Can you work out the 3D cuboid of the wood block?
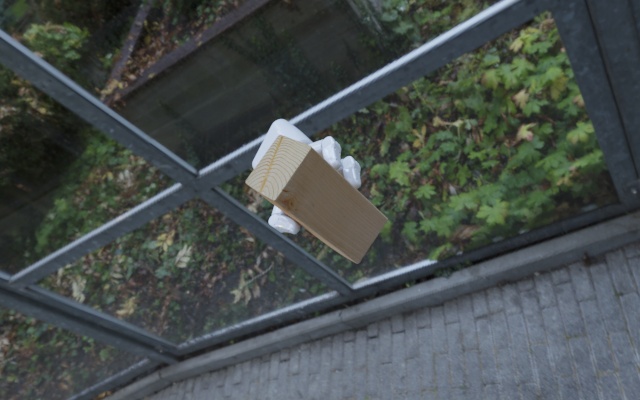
[{"bbox_3d":[0.000,0.002,0.728,0.206,0.091,0.090,40,-7,-40],"label":"wood block"}]
